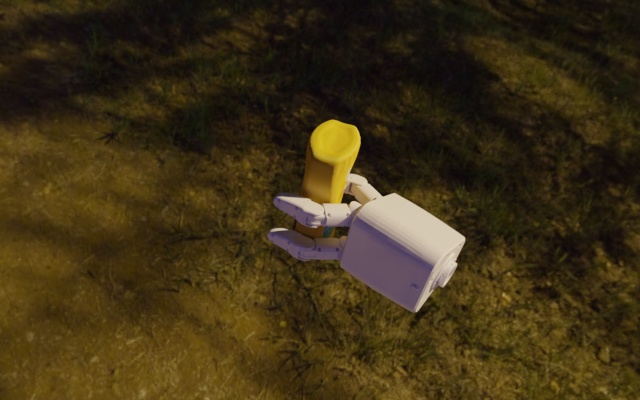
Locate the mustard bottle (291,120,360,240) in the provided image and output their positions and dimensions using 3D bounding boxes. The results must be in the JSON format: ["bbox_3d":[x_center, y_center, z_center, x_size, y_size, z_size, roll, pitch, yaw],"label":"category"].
[{"bbox_3d":[0.000,0.002,0.602,0.058,0.192,0.096,17,37,4],"label":"mustard bottle"}]
